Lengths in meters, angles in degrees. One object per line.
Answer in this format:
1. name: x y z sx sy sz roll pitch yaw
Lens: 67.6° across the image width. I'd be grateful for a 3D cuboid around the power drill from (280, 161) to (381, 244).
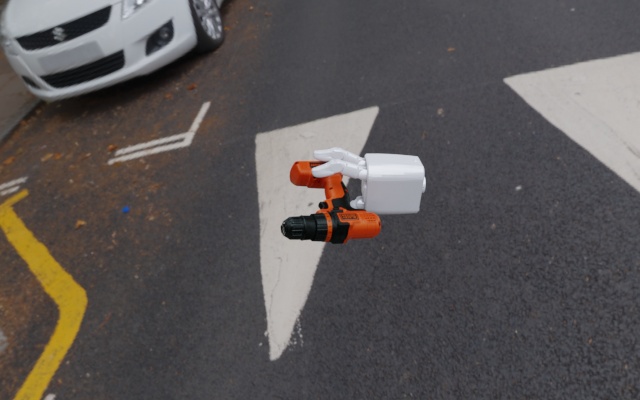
1. power drill: 0.000 0.003 0.884 0.184 0.057 0.187 1 42 -23
